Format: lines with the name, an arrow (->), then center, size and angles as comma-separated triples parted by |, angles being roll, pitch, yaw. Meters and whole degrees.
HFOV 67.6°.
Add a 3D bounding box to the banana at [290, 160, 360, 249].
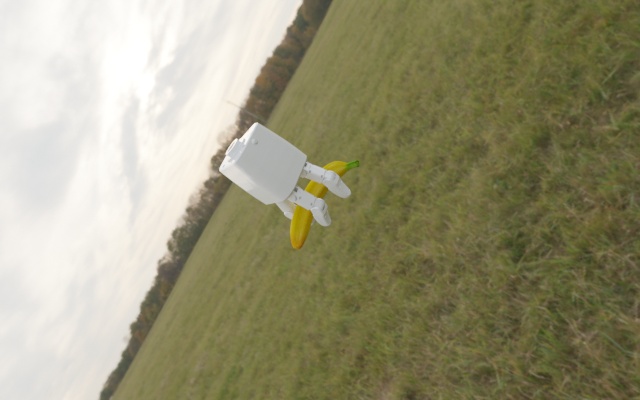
banana -> -0.008, -0.002, 0.868 | 0.037, 0.197, 0.069 | 41, -15, -30
